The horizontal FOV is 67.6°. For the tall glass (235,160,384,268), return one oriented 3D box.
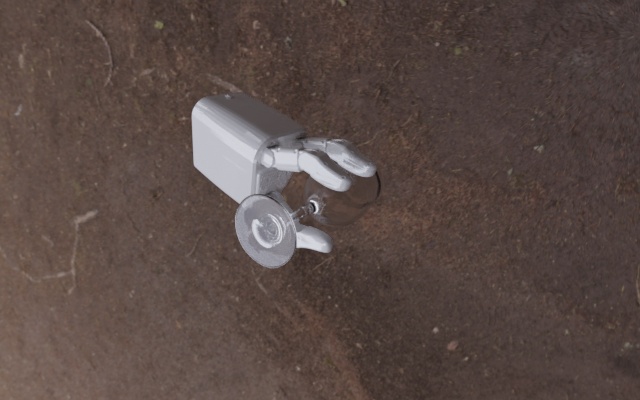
[{"bbox_3d":[0.000,0.002,0.530,0.079,0.079,0.201,0,16,34],"label":"tall glass"}]
